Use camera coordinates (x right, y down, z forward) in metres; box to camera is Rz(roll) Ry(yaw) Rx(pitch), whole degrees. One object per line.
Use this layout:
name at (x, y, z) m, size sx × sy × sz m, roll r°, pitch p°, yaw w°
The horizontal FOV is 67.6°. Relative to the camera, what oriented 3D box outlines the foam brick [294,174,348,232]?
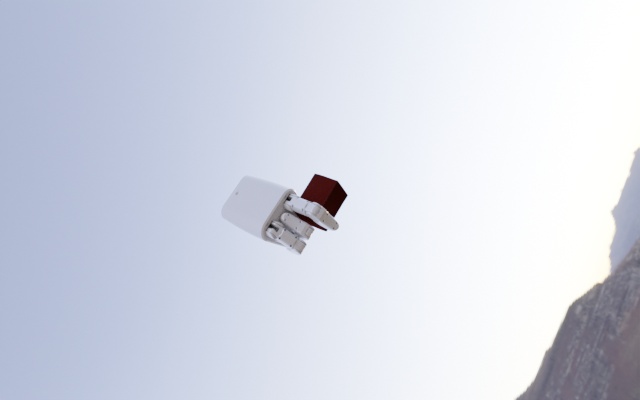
foam brick at (0.000, 0.003, 0.813) m, size 0.051 × 0.078 × 0.053 m, roll 21°, pitch -20°, yaw 33°
